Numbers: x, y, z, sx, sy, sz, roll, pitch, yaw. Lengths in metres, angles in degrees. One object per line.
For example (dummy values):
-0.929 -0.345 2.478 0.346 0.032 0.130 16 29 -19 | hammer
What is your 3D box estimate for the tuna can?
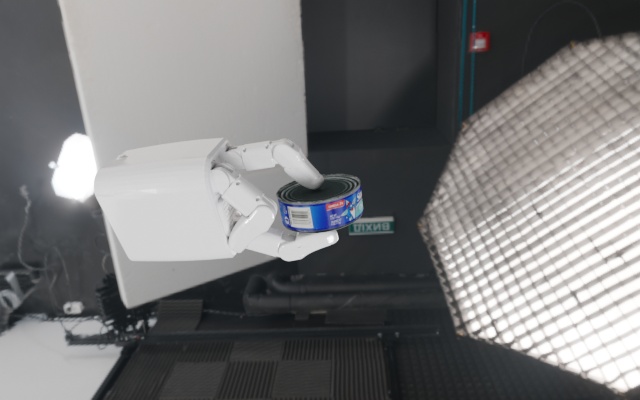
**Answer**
0.000 0.002 0.485 0.086 0.034 0.086 -8 19 3 | tuna can
